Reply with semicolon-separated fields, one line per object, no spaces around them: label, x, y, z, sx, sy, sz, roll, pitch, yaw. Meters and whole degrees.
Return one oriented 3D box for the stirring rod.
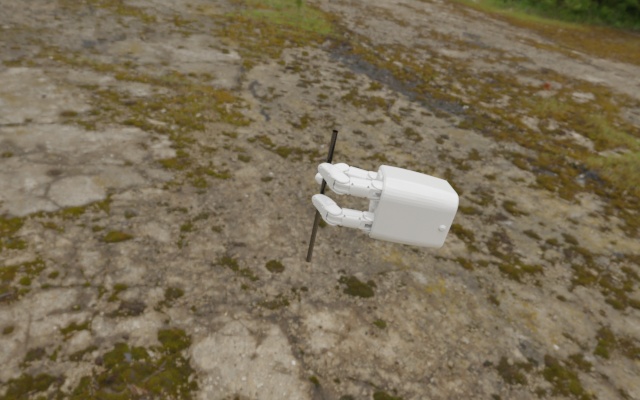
stirring rod;0.000;0.002;0.726;0.011;0.240;0.011;8;34;-5
